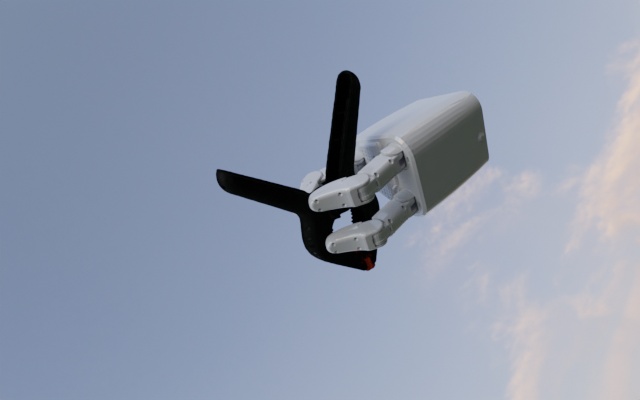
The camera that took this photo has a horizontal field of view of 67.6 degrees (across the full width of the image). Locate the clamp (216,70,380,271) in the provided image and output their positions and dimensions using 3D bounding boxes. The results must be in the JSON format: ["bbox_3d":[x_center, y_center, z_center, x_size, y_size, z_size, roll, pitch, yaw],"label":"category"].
[{"bbox_3d":[0.000,0.002,0.475,0.164,0.210,0.036,-35,34,-20],"label":"clamp"}]
